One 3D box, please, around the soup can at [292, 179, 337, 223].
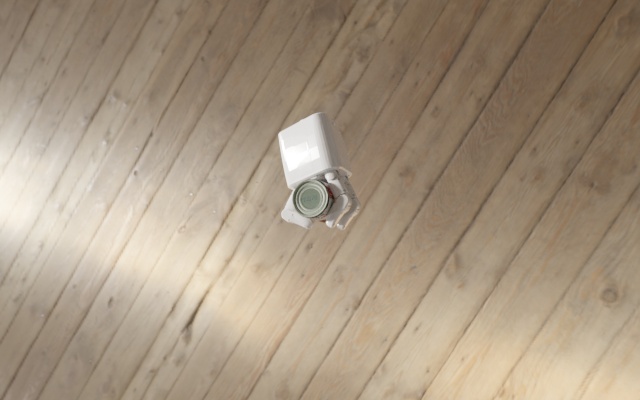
[{"bbox_3d":[0.000,0.003,0.838,0.068,0.068,0.102,0,-7,20],"label":"soup can"}]
